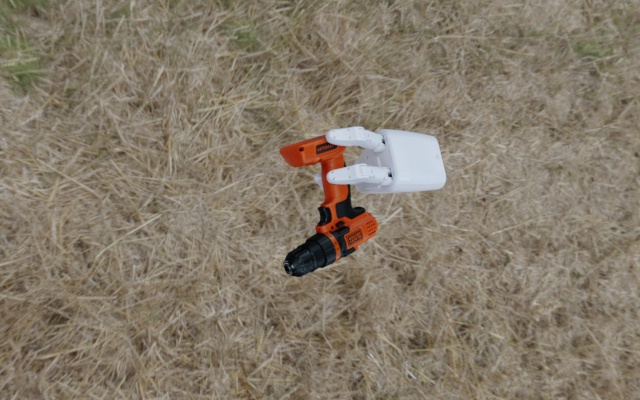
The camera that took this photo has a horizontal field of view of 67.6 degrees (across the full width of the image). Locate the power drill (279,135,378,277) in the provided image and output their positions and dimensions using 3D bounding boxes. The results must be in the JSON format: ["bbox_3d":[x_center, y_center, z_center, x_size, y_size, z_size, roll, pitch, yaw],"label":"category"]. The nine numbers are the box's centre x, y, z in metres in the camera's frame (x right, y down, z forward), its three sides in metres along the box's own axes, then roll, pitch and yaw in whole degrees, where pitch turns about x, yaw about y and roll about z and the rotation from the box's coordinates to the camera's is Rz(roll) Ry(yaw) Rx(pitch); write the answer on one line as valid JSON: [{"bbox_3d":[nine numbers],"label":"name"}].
[{"bbox_3d":[0.000,0.002,0.712,0.057,0.188,0.184,0,19,46],"label":"power drill"}]
